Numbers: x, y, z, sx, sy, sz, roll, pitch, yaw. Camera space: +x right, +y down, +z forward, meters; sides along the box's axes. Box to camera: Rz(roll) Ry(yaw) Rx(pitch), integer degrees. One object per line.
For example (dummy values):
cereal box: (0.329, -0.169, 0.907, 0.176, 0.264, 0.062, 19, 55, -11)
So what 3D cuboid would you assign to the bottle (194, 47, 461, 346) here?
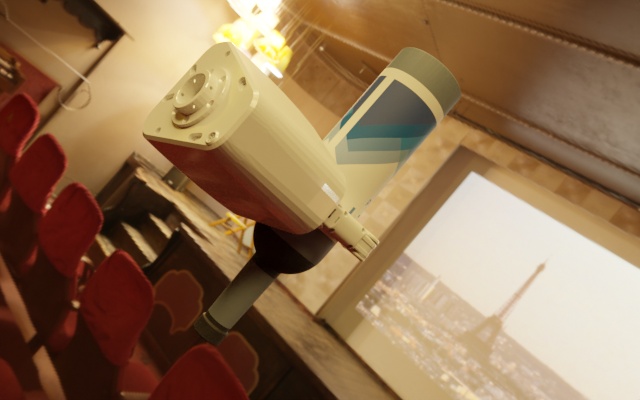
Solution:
bottle: (0.000, 0.001, 0.408, 0.069, 0.295, 0.069, 41, -4, 3)
